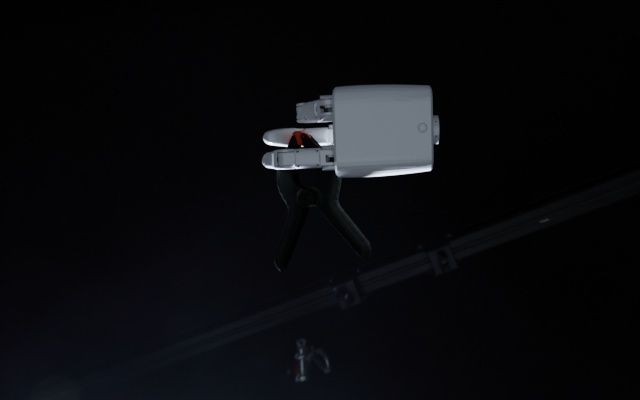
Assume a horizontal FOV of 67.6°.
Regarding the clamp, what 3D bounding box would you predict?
[{"bbox_3d":[0.000,0.002,0.574,0.120,0.171,0.039,-1,5,9],"label":"clamp"}]
